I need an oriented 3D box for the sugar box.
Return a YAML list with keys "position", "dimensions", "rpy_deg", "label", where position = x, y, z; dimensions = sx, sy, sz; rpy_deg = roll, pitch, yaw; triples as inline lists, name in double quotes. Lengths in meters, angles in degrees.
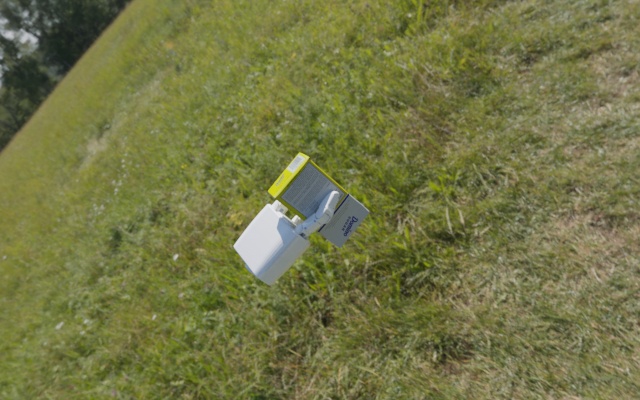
- position: [0.000, 0.003, 0.872]
  dimensions: [0.176, 0.093, 0.048]
  rpy_deg: [41, -1, -34]
  label: "sugar box"
